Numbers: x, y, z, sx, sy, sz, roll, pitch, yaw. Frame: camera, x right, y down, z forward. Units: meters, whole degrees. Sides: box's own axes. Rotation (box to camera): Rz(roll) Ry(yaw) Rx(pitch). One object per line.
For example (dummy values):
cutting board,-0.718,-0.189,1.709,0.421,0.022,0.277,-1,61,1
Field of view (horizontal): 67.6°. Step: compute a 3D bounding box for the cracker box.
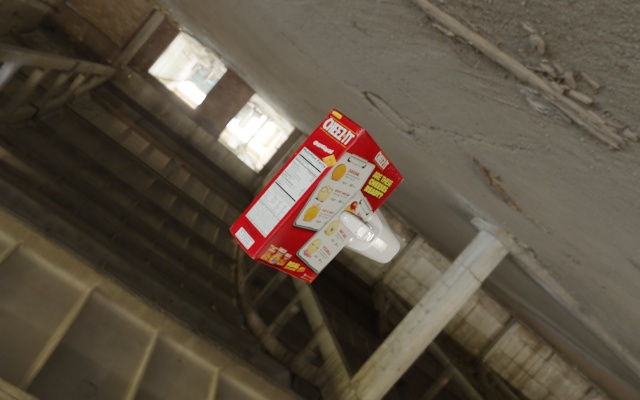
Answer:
cracker box,0.000,0.002,0.667,0.072,0.214,0.164,42,3,33
